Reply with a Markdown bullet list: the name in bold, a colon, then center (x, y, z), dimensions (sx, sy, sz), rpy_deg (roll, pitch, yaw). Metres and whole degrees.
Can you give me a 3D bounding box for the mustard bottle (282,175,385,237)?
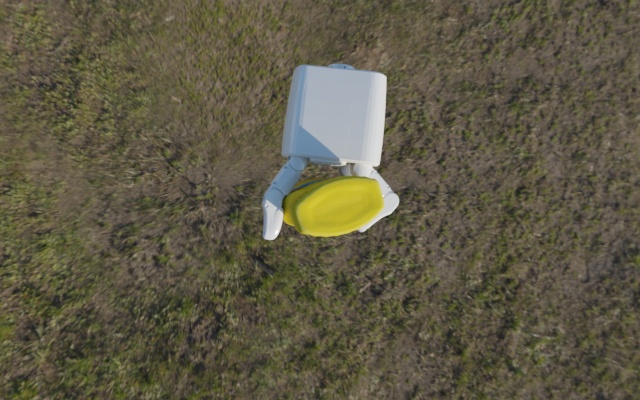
- **mustard bottle**: center (0.000, 0.002, 0.571), dimensions (0.096, 0.058, 0.191), rpy_deg (-19, 6, -11)
